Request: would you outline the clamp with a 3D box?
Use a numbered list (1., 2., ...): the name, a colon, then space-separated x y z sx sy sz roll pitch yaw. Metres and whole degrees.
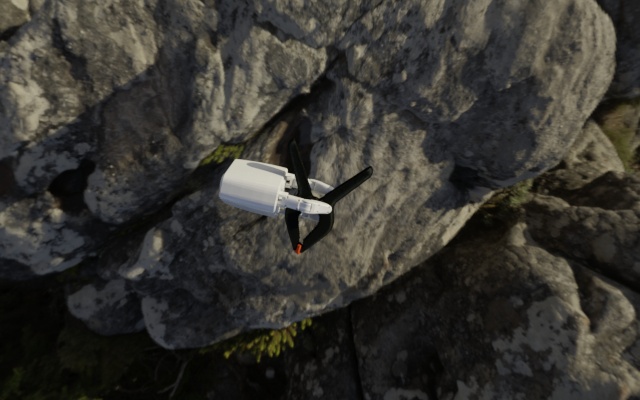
1. clamp: 0.000 0.004 0.895 0.164 0.210 0.036 13 9 -1
